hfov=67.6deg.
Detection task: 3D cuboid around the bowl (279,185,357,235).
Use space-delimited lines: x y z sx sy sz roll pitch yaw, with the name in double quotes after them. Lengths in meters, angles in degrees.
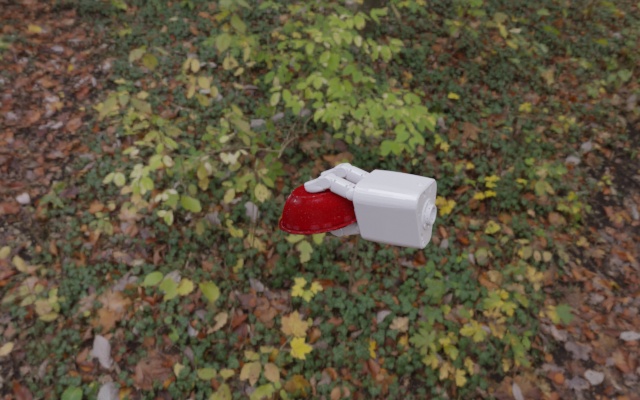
-0.001 0.002 0.835 0.162 0.055 0.162 -11 18 4 "bowl"
